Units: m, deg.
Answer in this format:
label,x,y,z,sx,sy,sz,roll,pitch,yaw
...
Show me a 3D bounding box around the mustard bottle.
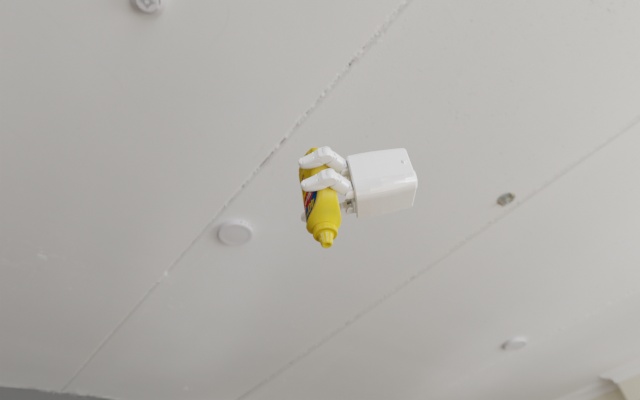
label,x,y,z,sx,sy,sz,roll,pitch,yaw
mustard bottle,0.000,0.003,0.831,0.058,0.191,0.096,6,-45,-16
